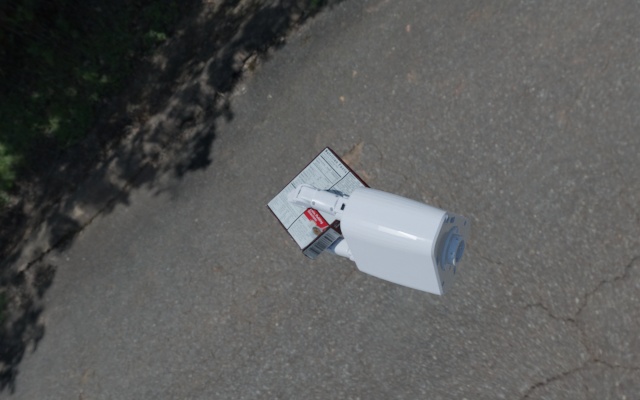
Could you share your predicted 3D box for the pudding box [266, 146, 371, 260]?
[{"bbox_3d":[0.000,0.002,0.592,0.090,0.113,0.039,49,3,32],"label":"pudding box"}]
